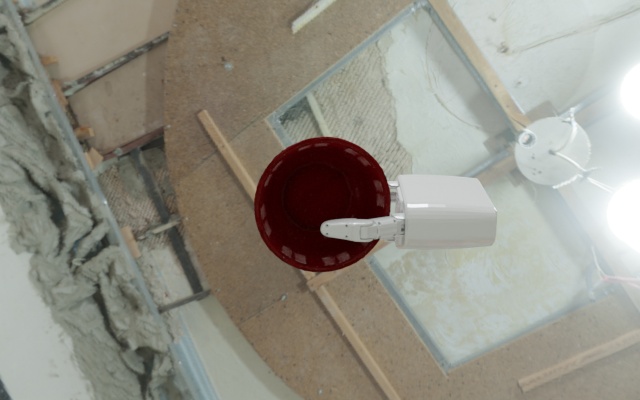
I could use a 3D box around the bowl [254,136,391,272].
[{"bbox_3d":[-0.001,0.002,0.577,0.162,0.162,0.055,0,13,-10],"label":"bowl"}]
